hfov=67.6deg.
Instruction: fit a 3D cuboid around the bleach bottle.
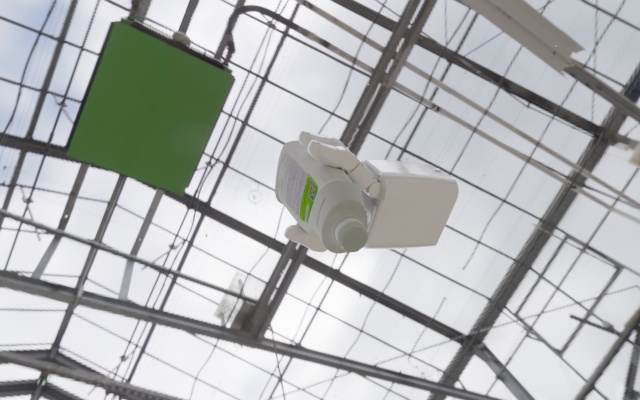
[{"bbox_3d":[0.000,0.002,0.583,0.068,0.103,0.250,2,20,-17],"label":"bleach bottle"}]
